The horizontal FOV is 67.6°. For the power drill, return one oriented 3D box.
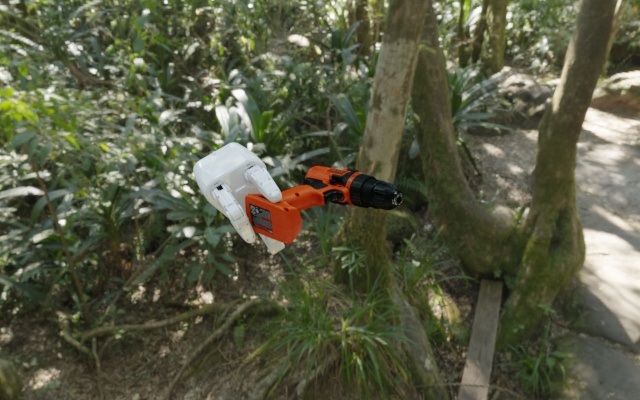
[{"bbox_3d":[0.000,0.002,0.699,0.187,0.057,0.184,-22,24,-39],"label":"power drill"}]
